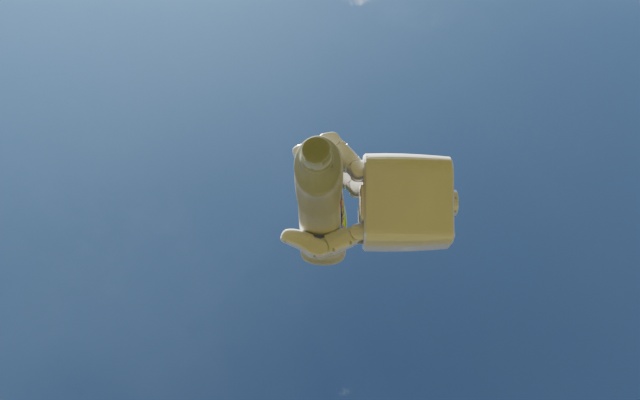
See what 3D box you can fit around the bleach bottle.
[{"bbox_3d":[0.000,0.002,0.583,0.068,0.102,0.251,1,-20,3],"label":"bleach bottle"}]
